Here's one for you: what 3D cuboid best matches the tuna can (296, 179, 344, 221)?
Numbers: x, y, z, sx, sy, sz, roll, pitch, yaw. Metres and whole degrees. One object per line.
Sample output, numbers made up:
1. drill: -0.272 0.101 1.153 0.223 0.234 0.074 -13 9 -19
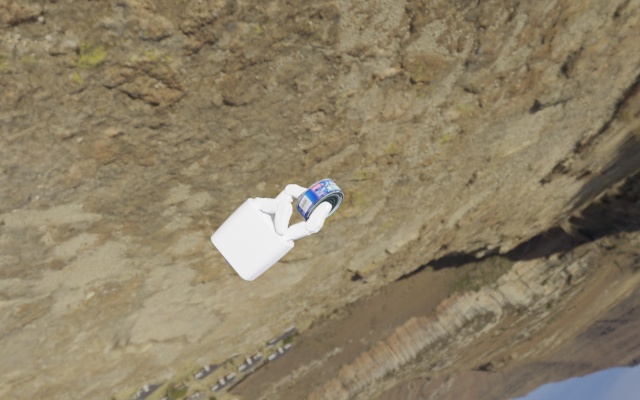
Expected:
1. tuna can: 0.001 0.003 0.874 0.086 0.086 0.033 0 43 -53
